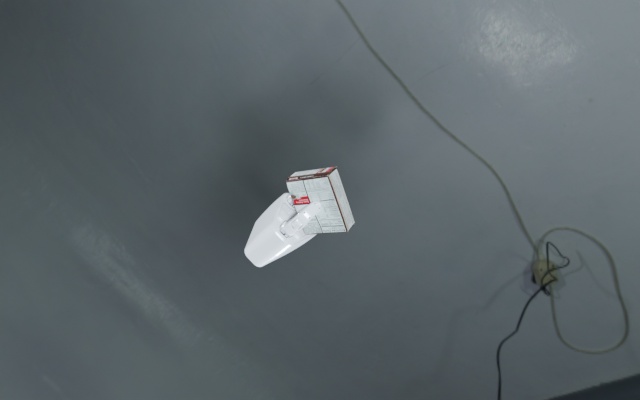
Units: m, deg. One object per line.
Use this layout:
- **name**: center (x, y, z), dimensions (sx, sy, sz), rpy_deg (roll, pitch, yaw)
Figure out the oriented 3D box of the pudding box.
- **pudding box**: center (0.000, 0.003, 0.824), dimensions (0.090, 0.113, 0.039), rpy_deg (-6, 26, 31)
